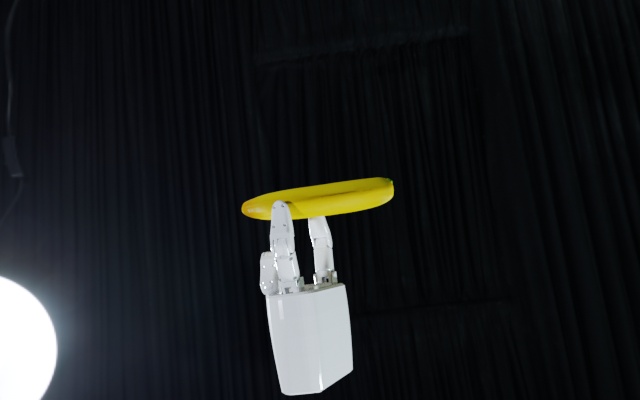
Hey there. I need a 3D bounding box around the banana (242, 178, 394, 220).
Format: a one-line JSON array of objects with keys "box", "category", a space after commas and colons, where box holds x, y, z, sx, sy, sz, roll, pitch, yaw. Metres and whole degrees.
[{"box": [0.008, 0.000, 0.566, 0.198, 0.037, 0.069, -8, -3, -15], "category": "banana"}]
